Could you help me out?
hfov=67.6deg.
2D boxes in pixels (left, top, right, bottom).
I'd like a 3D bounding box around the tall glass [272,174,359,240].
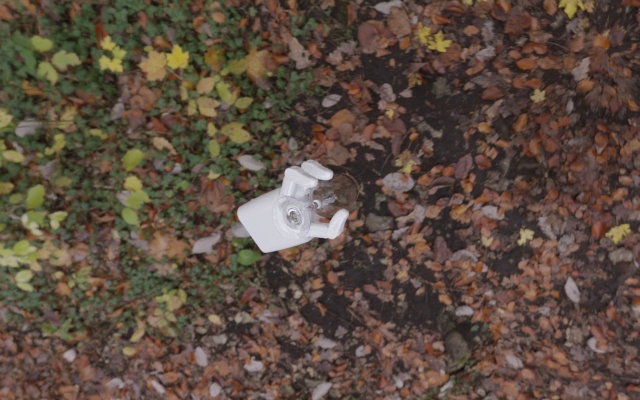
[{"bbox_3d":[0.000,0.003,0.857,0.079,0.079,0.201,0,15,31],"label":"tall glass"}]
